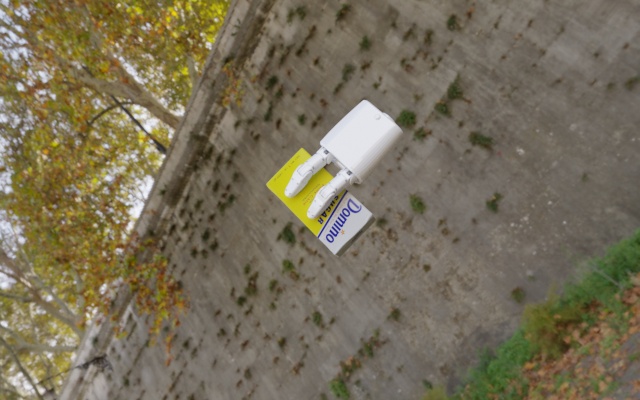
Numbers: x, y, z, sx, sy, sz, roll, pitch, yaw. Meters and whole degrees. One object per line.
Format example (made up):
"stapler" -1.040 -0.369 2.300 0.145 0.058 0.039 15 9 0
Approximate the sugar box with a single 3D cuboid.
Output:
"sugar box" 0.000 0.002 0.815 0.176 0.093 0.048 44 0 20
